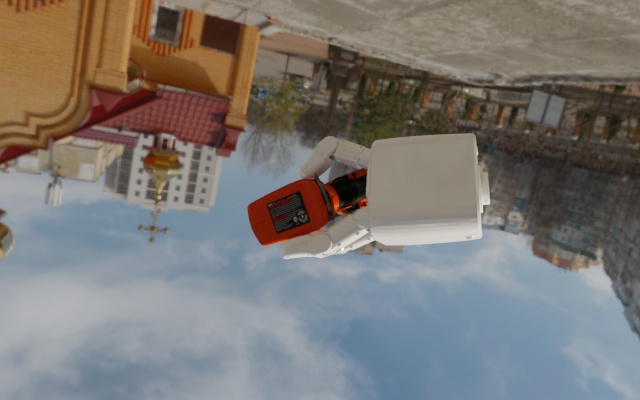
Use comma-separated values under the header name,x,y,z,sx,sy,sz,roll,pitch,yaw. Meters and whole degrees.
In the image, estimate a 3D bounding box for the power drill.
name,x,y,z,sx,sy,sz,roll,pitch,yaw
power drill,0.000,0.002,0.593,0.184,0.057,0.187,-24,-2,37
